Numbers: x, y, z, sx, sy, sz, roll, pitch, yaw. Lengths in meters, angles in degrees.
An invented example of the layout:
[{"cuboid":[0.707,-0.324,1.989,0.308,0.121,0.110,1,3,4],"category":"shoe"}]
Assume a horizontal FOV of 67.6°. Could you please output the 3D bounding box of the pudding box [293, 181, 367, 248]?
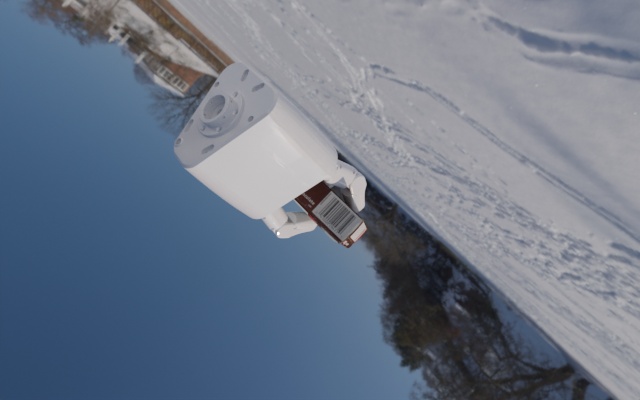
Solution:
[{"cuboid":[0.000,0.002,0.539,0.039,0.113,0.090,-44,-12,1],"category":"pudding box"}]
